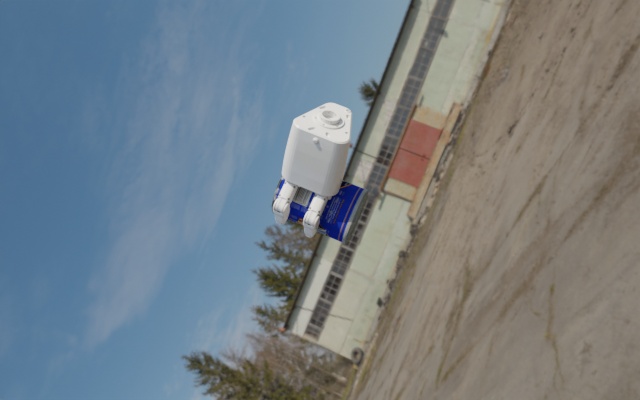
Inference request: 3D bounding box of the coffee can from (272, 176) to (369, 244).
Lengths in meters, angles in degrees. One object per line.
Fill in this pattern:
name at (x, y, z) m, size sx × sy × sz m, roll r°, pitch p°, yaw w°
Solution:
coffee can at (0.000, 0.003, 0.836) m, size 0.140 × 0.103 × 0.103 m, roll 23°, pitch 4°, yaw 9°
